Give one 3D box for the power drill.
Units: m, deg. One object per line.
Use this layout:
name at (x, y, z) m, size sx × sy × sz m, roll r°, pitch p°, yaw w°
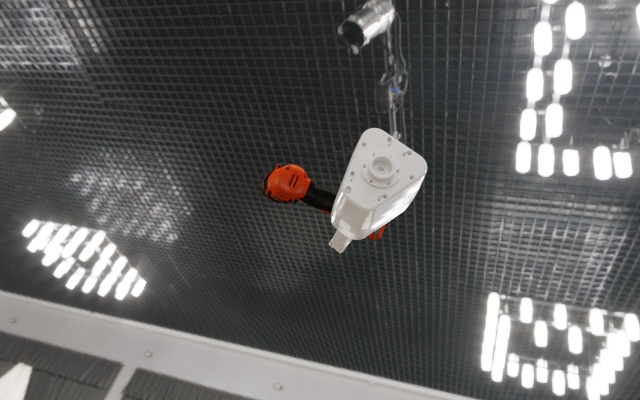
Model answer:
power drill at (0.001, 0.003, 0.744) m, size 0.188 × 0.057 × 0.184 m, roll 21°, pitch -5°, yaw -13°
